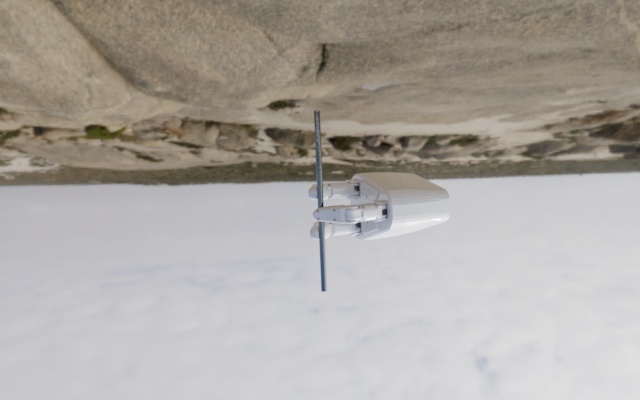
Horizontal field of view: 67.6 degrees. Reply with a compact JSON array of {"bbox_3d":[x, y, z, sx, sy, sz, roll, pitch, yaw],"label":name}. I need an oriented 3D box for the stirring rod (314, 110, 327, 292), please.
[{"bbox_3d":[0.000,0.002,0.634,0.011,0.239,0.011,-2,4,0],"label":"stirring rod"}]
